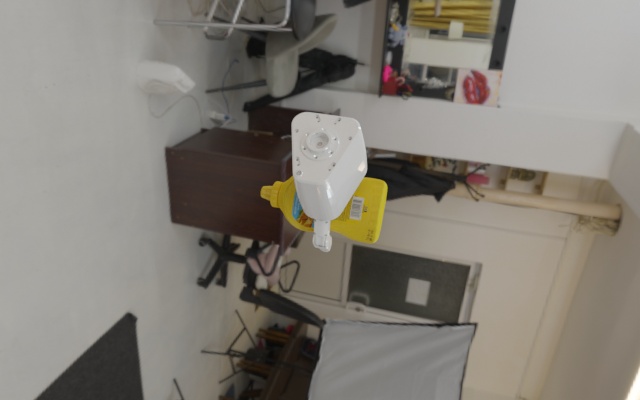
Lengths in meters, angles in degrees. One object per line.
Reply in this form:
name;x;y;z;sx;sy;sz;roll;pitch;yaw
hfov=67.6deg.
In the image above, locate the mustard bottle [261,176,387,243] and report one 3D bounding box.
mustard bottle;0.000;0.003;0.730;0.191;0.096;0.058;10;0;13
